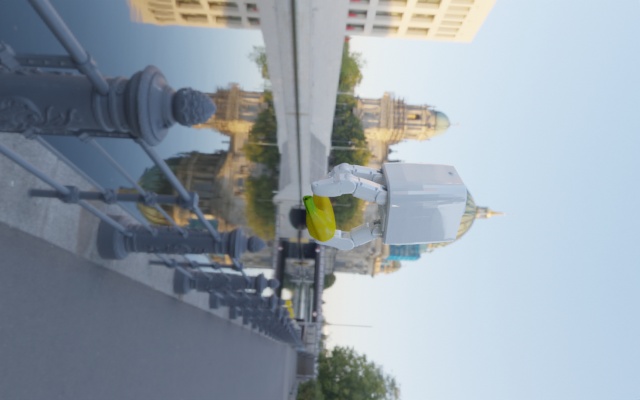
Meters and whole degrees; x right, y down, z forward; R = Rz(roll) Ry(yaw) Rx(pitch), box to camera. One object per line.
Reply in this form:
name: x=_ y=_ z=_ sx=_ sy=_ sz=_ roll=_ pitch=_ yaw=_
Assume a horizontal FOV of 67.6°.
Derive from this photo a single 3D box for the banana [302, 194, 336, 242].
banana: x=0.002 y=0.021 z=0.679 sx=0.037 sy=0.069 sz=0.198 roll=-5 pitch=3 yaw=2
